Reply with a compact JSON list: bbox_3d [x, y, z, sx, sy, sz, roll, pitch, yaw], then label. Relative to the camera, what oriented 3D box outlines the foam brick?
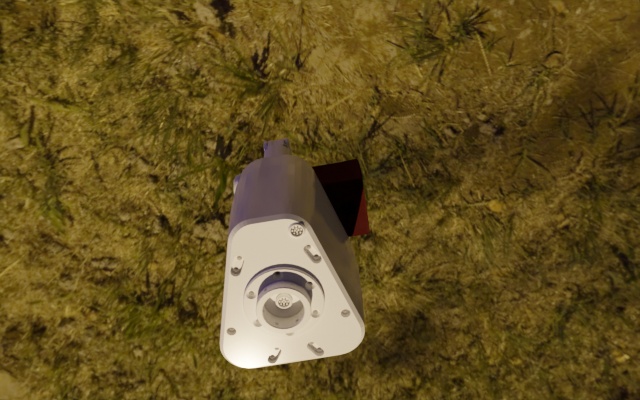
[{"bbox_3d":[0.000,0.001,0.413,0.078,0.053,0.051,-10,23,1],"label":"foam brick"}]
